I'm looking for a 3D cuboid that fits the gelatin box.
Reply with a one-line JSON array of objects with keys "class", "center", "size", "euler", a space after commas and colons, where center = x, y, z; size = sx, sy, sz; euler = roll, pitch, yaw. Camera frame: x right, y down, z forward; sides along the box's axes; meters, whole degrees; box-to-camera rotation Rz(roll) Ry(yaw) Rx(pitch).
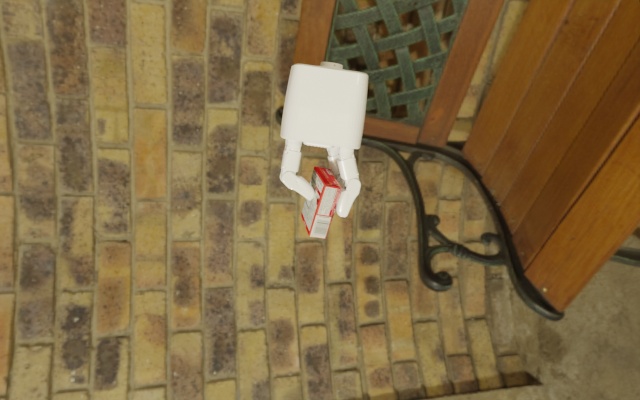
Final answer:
[{"class": "gelatin box", "center": [0.000, 0.003, 0.725], "size": [0.030, 0.089, 0.073], "euler": [10, 21, -18]}]
